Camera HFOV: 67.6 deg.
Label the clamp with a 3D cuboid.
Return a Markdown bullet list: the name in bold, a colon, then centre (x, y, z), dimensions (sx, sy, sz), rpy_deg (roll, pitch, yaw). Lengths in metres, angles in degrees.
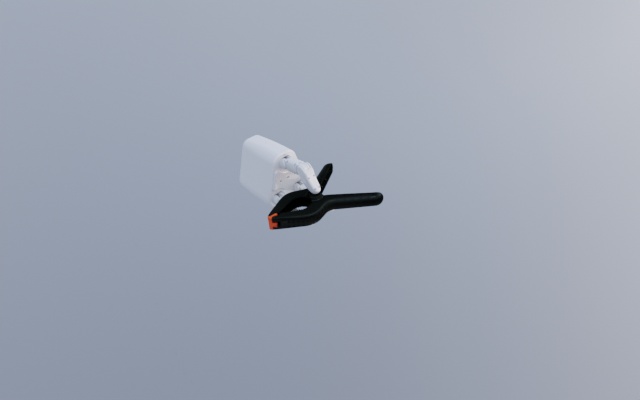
- **clamp**: centre (0.000, 0.002, 0.882), dimensions (0.210, 0.036, 0.164), rpy_deg (-31, 41, -32)
